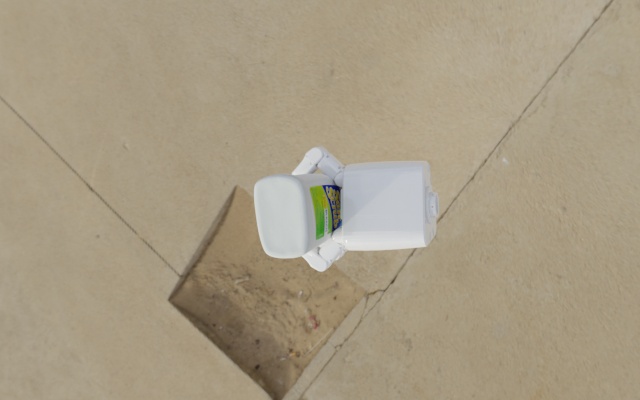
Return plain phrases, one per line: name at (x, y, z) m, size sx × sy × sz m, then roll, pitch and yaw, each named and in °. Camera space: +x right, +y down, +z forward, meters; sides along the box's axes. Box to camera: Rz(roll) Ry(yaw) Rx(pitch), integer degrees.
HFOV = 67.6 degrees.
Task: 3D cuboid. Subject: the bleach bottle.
bleach bottle at (0.000, 0.002, 0.660) m, size 0.068 × 0.102 × 0.251 m, roll -3°, pitch 8°, yaw 22°
